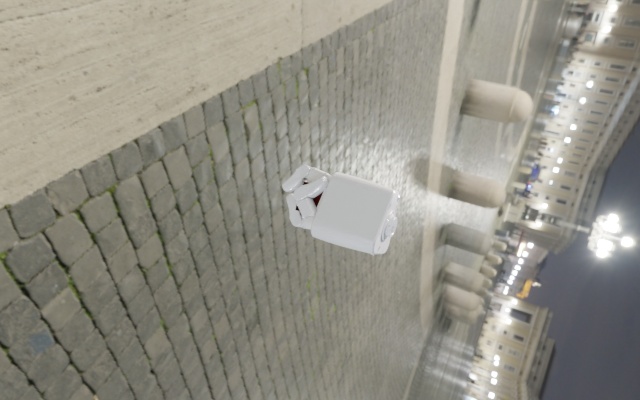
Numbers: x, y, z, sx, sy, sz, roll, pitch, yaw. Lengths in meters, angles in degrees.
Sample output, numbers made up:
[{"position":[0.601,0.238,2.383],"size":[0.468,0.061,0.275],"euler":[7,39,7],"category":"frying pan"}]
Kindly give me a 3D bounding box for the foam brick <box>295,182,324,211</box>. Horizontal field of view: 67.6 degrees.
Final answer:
[{"position":[0.000,0.003,0.825],"size":[0.051,0.053,0.078],"euler":[16,0,22],"category":"foam brick"}]
